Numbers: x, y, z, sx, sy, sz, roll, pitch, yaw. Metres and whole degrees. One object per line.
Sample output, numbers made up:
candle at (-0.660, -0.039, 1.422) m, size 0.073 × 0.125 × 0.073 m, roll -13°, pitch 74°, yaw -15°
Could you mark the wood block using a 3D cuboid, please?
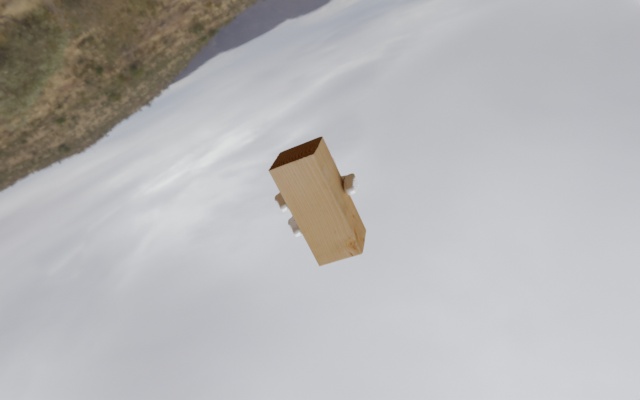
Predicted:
wood block at (0.001, 0.003, 0.867) m, size 0.091 × 0.206 × 0.090 m, roll -19°, pitch 22°, yaw 19°
